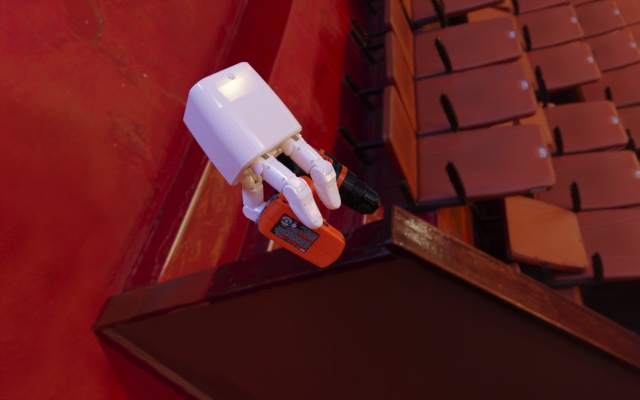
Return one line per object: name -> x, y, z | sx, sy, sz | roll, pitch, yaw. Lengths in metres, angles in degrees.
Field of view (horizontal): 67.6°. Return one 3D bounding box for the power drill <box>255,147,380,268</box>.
power drill -> 0.000, 0.002, 0.638 | 0.184, 0.057, 0.187 | 30, 30, -11
